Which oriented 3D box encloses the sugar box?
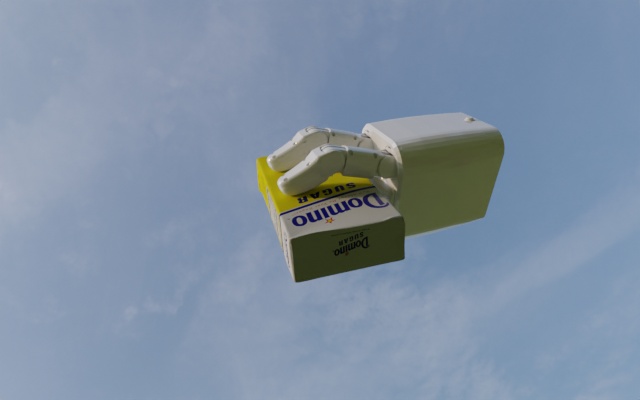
[{"bbox_3d":[0.000,0.001,0.435,0.093,0.048,0.176,-11,25,-12],"label":"sugar box"}]
